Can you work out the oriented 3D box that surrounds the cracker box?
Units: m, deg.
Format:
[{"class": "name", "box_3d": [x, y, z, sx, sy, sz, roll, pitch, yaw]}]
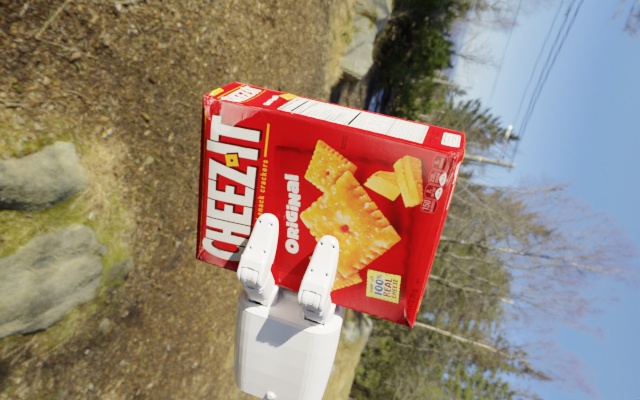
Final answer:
[{"class": "cracker box", "box_3d": [0.000, 0.001, 0.423, 0.213, 0.164, 0.072, 15, 25, 12]}]
